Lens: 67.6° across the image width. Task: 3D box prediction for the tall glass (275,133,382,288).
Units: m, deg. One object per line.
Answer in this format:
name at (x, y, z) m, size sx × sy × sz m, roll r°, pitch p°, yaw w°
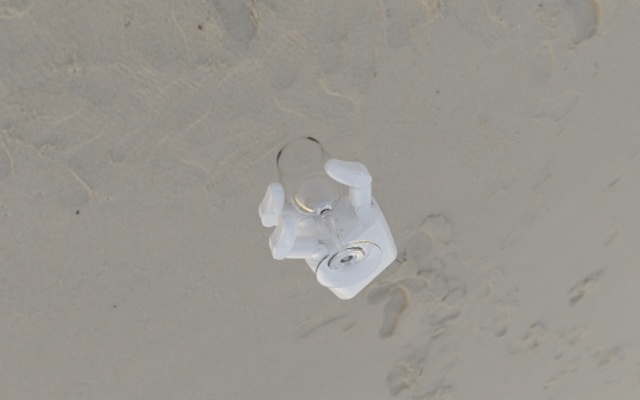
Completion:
tall glass at (0.000, 0.002, 0.565) m, size 0.079 × 0.079 × 0.201 m, roll 0°, pitch 42°, yaw -24°
